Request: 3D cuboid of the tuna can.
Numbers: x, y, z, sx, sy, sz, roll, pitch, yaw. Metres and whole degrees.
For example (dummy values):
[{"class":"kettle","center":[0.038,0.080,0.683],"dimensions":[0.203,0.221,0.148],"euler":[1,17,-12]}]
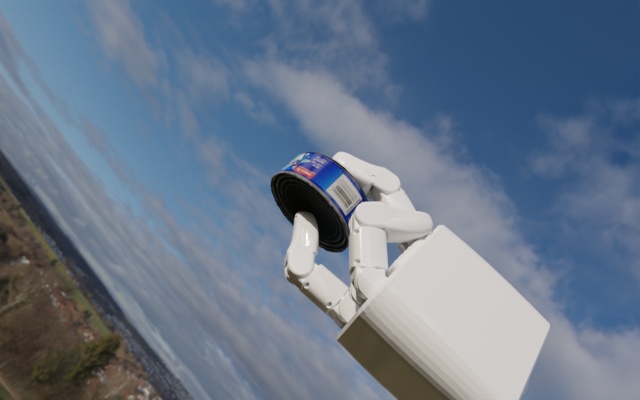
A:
[{"class":"tuna can","center":[0.000,0.001,0.405],"dimensions":[0.033,0.086,0.086],"euler":[-44,23,-27]}]
